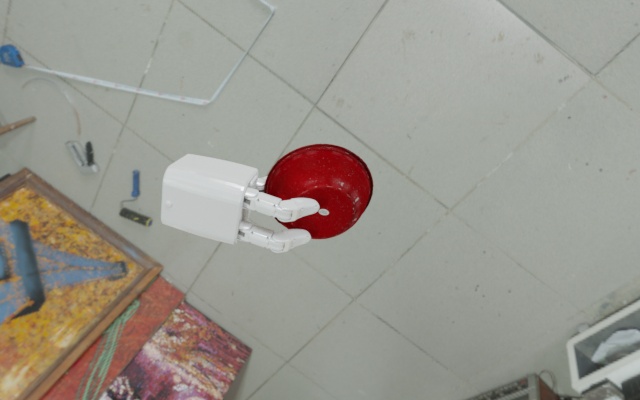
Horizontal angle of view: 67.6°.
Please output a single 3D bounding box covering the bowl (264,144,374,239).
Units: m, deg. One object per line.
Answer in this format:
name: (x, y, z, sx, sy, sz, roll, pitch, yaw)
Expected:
bowl: (0.001, 0.002, 0.680, 0.162, 0.162, 0.055, 0, 36, -7)
